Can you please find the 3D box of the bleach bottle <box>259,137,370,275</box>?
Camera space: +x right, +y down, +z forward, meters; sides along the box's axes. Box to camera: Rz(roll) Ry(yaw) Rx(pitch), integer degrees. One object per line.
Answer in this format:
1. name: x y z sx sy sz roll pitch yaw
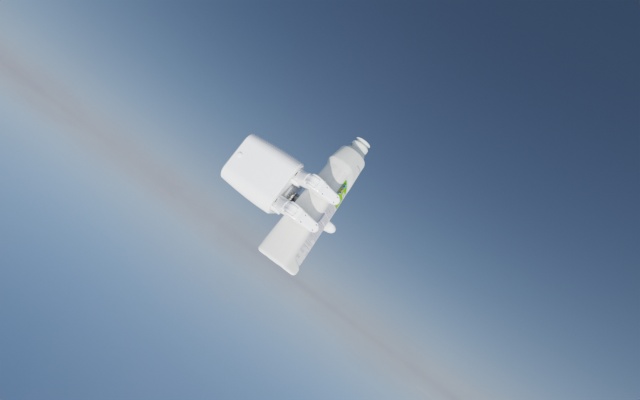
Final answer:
1. bleach bottle: 0.000 0.003 0.802 0.068 0.251 0.102 34 -10 14
